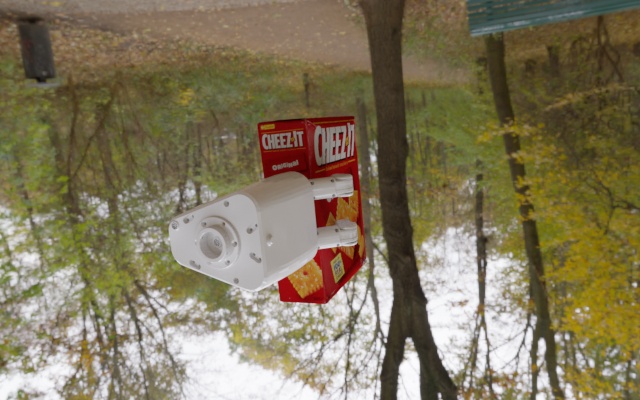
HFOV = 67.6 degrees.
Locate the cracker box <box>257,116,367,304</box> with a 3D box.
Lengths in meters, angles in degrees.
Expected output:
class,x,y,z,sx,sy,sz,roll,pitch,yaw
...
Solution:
class,x,y,z,sx,sy,sz,roll,pitch,yaw
cracker box,0.000,0.002,0.611,0.072,0.214,0.164,-1,10,23
